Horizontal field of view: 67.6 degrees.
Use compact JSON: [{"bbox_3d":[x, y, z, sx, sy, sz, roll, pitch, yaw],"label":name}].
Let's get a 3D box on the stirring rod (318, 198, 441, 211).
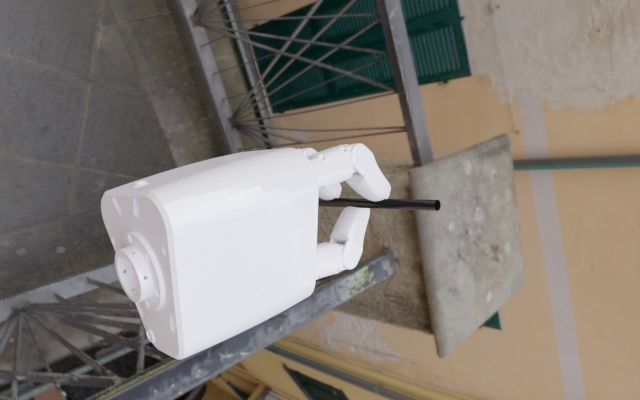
[{"bbox_3d":[0.000,0.001,0.426,0.011,0.011,0.239,0,1,-44],"label":"stirring rod"}]
